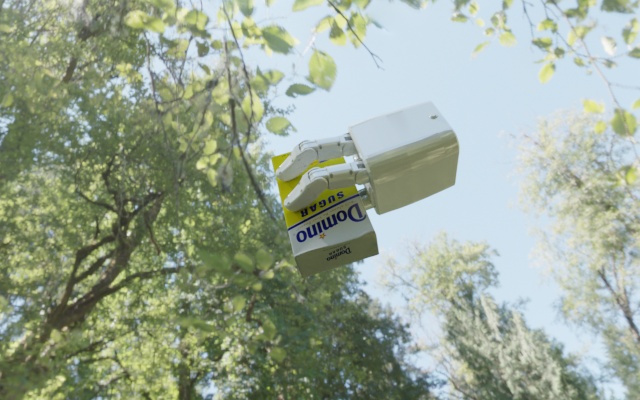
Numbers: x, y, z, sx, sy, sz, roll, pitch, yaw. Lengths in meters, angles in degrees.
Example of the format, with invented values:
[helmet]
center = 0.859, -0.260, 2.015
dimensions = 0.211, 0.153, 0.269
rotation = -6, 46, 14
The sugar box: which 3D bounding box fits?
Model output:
[sugar box]
center = 0.000, 0.001, 0.575
dimensions = 0.093, 0.048, 0.176
rotation = -18, 42, -1
